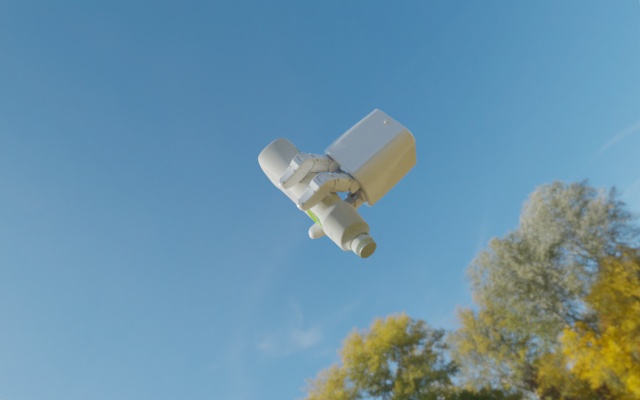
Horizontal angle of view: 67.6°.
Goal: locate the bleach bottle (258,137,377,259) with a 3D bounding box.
[{"bbox_3d":[0.000,0.002,0.724,0.250,0.068,0.103,46,-5,40],"label":"bleach bottle"}]
